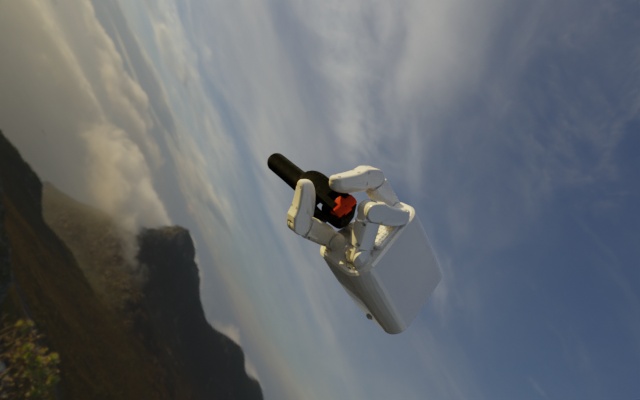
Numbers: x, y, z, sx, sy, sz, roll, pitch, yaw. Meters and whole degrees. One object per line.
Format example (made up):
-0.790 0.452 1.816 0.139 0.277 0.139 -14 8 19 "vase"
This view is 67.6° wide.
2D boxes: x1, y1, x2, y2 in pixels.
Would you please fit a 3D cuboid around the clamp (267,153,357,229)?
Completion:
0.001 0.001 0.588 0.120 0.039 0.171 47 -7 -30 "clamp"
